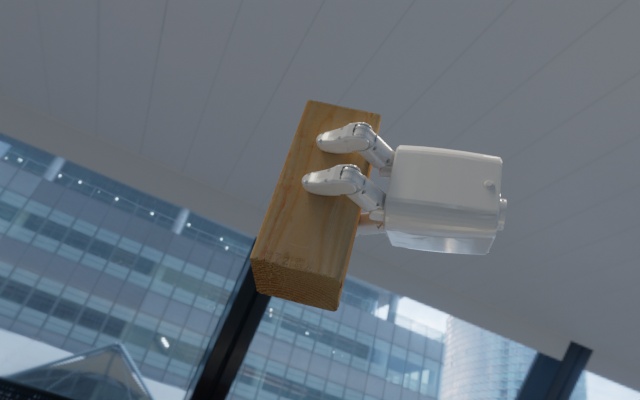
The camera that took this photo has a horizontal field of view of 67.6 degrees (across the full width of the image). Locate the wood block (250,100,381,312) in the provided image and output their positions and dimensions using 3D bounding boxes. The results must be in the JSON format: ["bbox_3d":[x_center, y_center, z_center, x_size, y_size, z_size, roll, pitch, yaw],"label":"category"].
[{"bbox_3d":[0.001,0.002,0.524,0.090,0.206,0.091,13,-32,7],"label":"wood block"}]
